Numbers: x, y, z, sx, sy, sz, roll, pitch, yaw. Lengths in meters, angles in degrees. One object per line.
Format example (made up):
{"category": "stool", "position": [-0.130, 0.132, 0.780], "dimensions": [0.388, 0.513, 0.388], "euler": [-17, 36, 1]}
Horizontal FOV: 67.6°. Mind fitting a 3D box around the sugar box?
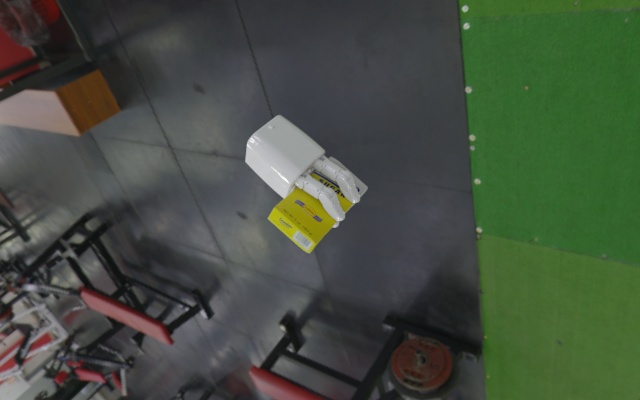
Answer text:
{"category": "sugar box", "position": [0.000, 0.002, 0.835], "dimensions": [0.176, 0.093, 0.048], "euler": [-46, -5, -37]}
